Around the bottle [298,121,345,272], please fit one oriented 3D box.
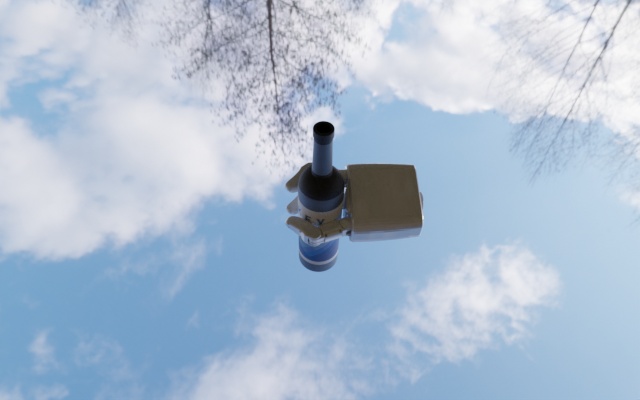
[{"bbox_3d":[0.000,0.002,0.704,0.069,0.069,0.296,0,-39,-2],"label":"bottle"}]
